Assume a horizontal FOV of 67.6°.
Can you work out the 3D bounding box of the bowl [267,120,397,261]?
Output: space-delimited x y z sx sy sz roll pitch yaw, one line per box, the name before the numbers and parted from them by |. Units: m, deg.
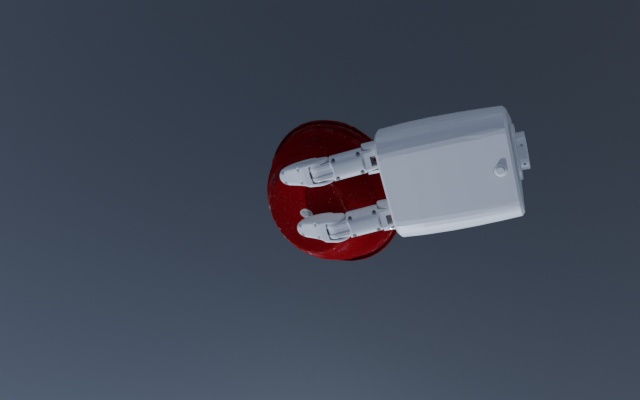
bowl | -0.001 0.002 0.496 0.162 0.162 0.055 0 21 33
